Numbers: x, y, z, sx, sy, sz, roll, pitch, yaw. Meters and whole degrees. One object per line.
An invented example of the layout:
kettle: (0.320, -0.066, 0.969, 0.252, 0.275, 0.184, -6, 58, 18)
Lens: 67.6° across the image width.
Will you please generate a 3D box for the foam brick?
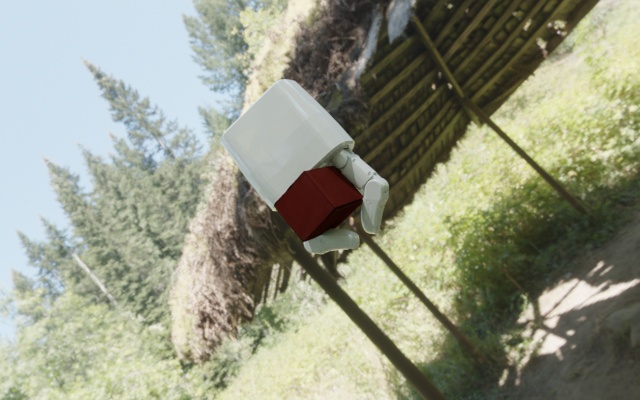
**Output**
foam brick: (0.000, 0.002, 0.496, 0.053, 0.051, 0.078, -45, -13, 25)
